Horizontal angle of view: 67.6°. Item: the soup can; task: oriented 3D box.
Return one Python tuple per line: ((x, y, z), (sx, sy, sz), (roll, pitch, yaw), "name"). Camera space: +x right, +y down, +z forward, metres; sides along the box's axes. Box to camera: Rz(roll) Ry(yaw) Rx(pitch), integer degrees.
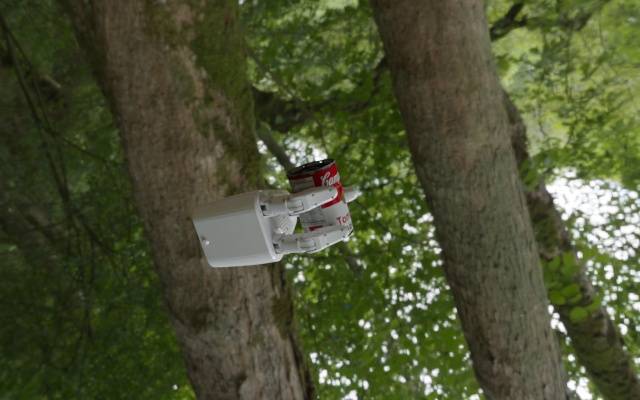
((0.001, 0.002, 0.645), (0.068, 0.102, 0.068), (-15, 14, 4), "soup can")
